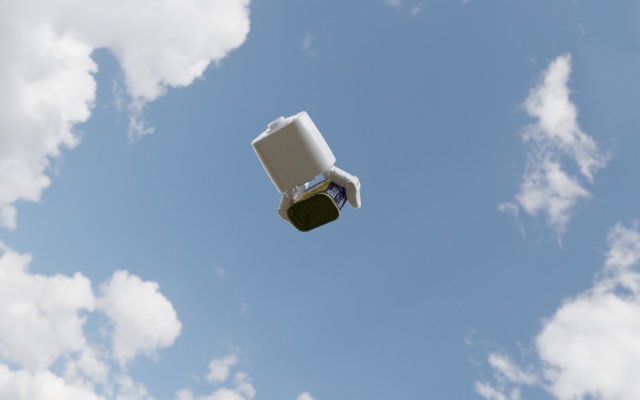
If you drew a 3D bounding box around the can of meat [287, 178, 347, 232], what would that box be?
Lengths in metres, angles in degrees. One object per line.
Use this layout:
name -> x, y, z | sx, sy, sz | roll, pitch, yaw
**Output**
can of meat -> 0.000, 0.003, 0.877 | 0.102, 0.057, 0.084 | -25, 18, 33
